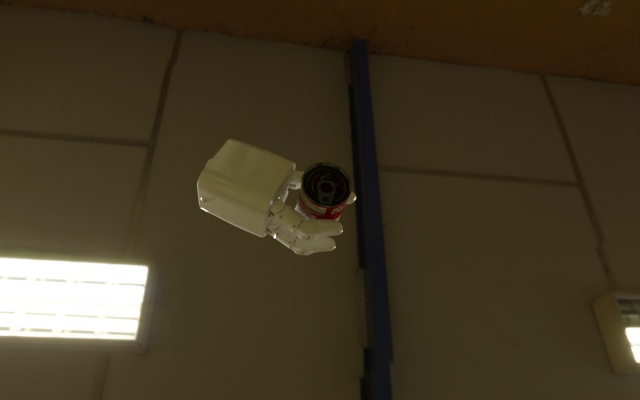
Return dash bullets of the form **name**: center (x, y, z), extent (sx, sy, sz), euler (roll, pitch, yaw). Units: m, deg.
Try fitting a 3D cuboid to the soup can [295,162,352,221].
- **soup can**: center (0.001, 0.002, 0.673), extent (0.068, 0.068, 0.102), euler (0, -29, -11)
